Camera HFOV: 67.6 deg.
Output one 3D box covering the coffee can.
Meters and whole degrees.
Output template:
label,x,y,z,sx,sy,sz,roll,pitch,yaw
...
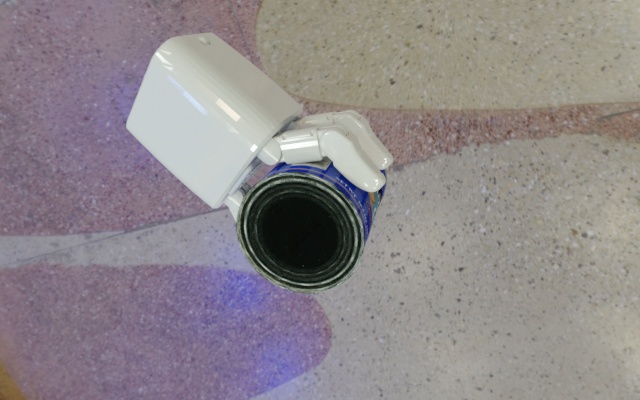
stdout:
label,x,y,z,sx,sy,sz,roll,pitch,yaw
coffee can,0.000,0.002,0.425,0.103,0.103,0.140,0,22,15
